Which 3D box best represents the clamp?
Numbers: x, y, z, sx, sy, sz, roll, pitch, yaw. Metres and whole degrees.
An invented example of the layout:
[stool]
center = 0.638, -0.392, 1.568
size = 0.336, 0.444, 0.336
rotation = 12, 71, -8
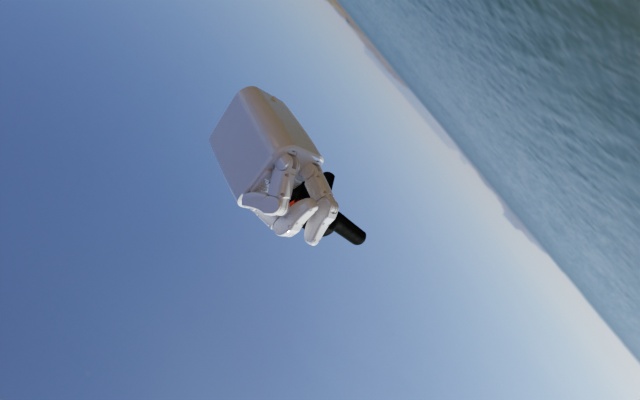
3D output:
[clamp]
center = 0.000, 0.003, 0.652
size = 0.039, 0.120, 0.171
rotation = -38, -24, 17
